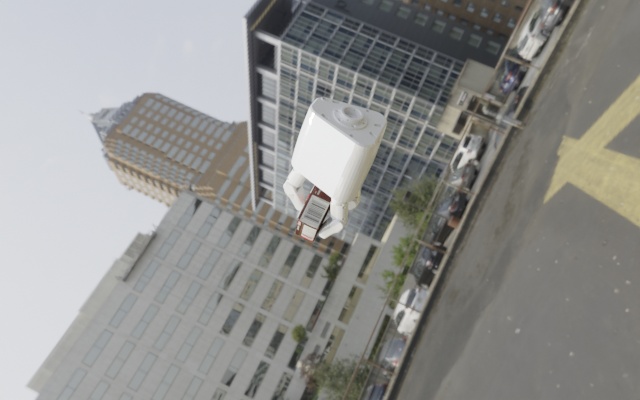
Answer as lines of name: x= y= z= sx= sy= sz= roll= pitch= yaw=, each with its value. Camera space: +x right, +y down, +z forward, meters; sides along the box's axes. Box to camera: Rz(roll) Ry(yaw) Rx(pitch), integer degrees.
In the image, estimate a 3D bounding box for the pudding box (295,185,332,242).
pudding box: x=0.000 y=0.002 z=0.769 sx=0.039 sy=0.113 sz=0.090 roll=27 pitch=-18 yaw=4
